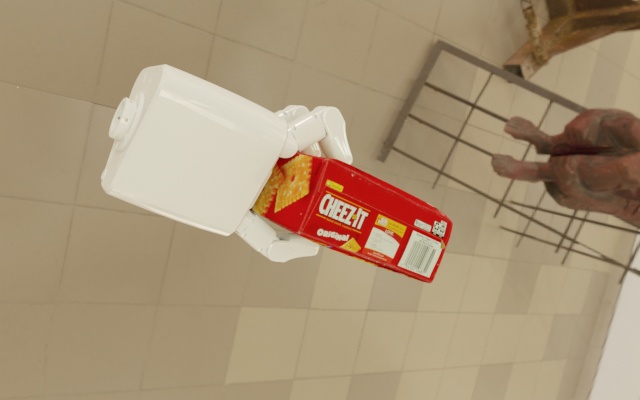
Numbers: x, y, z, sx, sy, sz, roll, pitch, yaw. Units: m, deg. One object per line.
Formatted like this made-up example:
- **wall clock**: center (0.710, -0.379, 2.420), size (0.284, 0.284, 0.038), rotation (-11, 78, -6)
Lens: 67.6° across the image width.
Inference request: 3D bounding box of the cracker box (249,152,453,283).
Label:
- **cracker box**: center (0.000, 0.002, 0.487), size (0.164, 0.072, 0.213), rotation (23, -1, -34)
